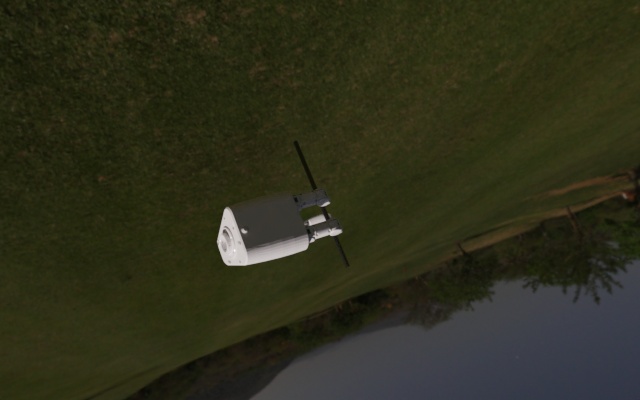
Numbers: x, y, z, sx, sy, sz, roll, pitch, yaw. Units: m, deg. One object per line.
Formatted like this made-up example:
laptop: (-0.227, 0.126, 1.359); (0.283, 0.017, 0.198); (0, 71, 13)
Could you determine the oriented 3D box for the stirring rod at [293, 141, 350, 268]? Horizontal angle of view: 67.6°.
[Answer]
stirring rod: (0.000, 0.003, 0.824); (0.011, 0.239, 0.011); (-21, -14, -6)
